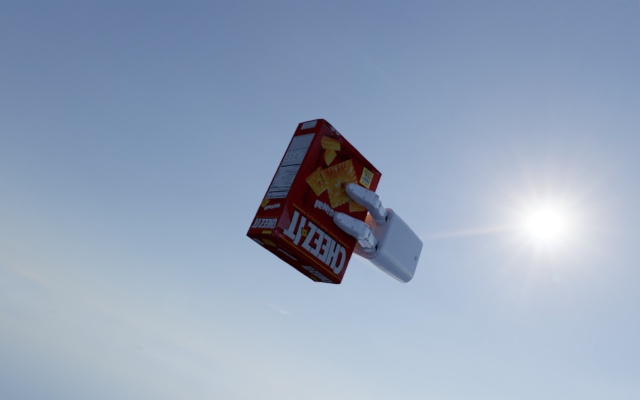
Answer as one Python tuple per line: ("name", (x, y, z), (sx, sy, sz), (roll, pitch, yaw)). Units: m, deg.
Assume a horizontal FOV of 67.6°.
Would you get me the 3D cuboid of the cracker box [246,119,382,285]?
("cracker box", (0.000, 0.002, 0.765), (0.072, 0.213, 0.164), (-4, -34, 46))
